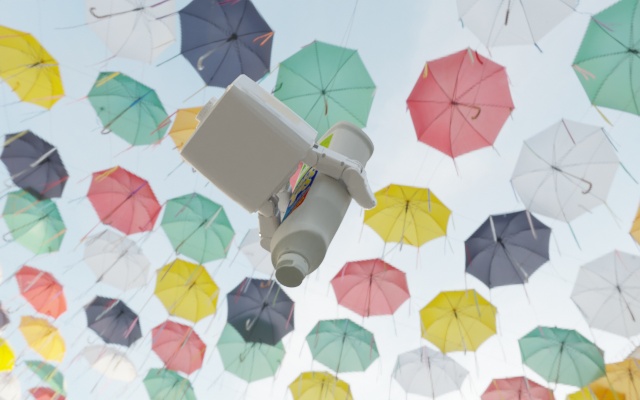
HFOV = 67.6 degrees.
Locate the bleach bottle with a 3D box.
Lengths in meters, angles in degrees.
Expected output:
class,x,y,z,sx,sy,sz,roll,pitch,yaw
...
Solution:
class,x,y,z,sx,sy,sz,roll,pitch,yaw
bleach bottle,0.000,0.002,0.555,0.103,0.068,0.250,-44,14,32
